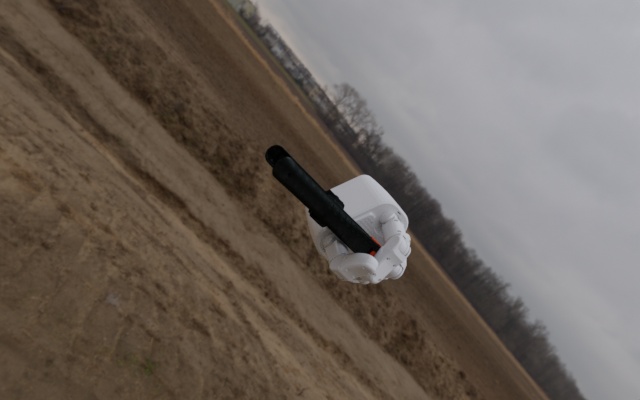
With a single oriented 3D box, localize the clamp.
[{"bbox_3d":[0.001,0.001,0.531,0.039,0.171,0.120,-40,25,6],"label":"clamp"}]
